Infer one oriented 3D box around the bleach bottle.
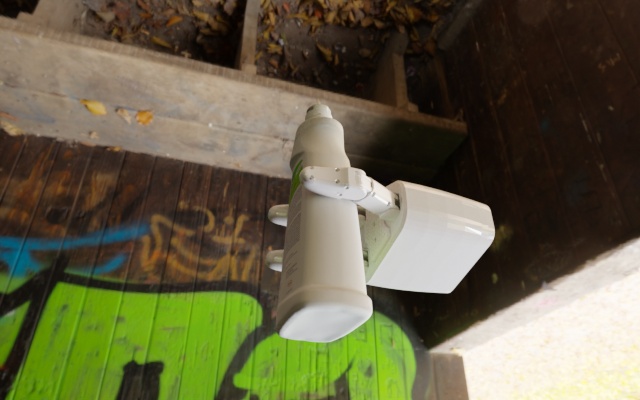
[{"bbox_3d":[0.000,0.002,0.470,0.068,0.250,0.103,12,-34,-17],"label":"bleach bottle"}]
